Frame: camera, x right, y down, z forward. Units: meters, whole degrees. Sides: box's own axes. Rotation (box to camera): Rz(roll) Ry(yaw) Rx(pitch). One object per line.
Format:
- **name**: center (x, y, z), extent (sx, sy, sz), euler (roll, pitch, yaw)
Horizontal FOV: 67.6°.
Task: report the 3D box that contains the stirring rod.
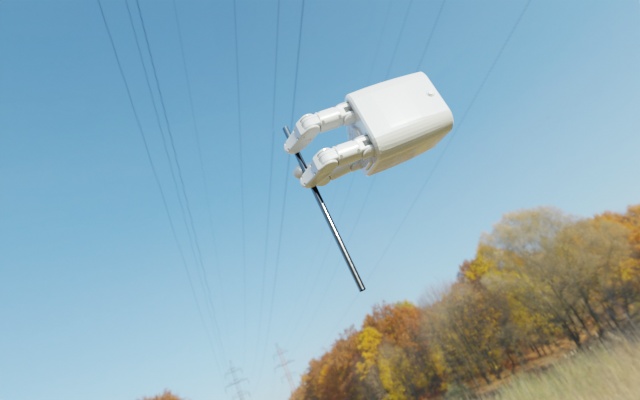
- **stirring rod**: center (0.000, 0.002, 0.582), extent (0.011, 0.239, 0.011), euler (-21, -26, -11)
